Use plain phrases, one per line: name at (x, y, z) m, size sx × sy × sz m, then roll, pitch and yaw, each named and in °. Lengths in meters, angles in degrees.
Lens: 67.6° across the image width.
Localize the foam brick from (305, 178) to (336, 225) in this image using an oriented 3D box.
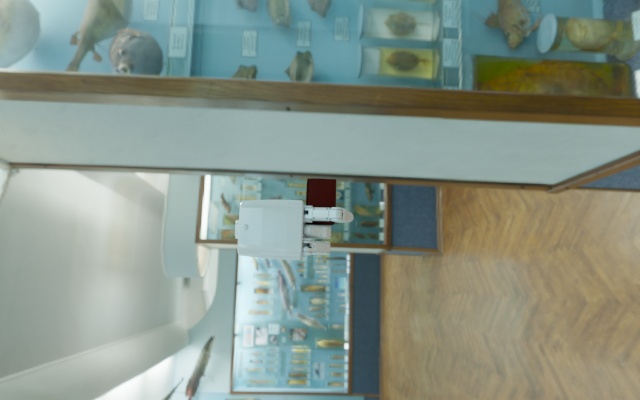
foam brick at (0.000, 0.002, 0.838) m, size 0.051 × 0.078 × 0.053 m, roll 2°, pitch -8°, yaw -2°
